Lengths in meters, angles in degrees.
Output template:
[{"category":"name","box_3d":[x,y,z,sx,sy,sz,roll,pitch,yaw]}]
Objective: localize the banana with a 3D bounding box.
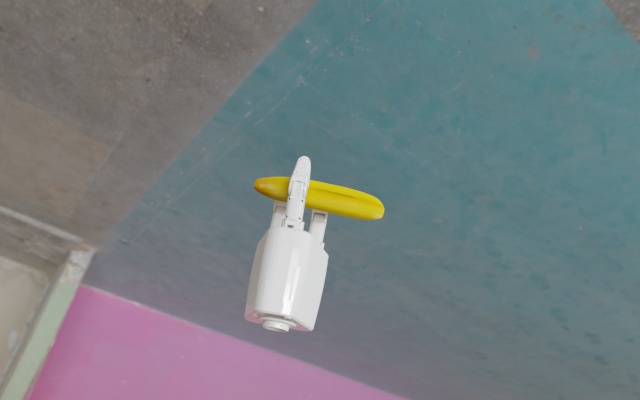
[{"category":"banana","box_3d":[0.010,0.000,0.646,0.198,0.037,0.069,14,-14,-21]}]
